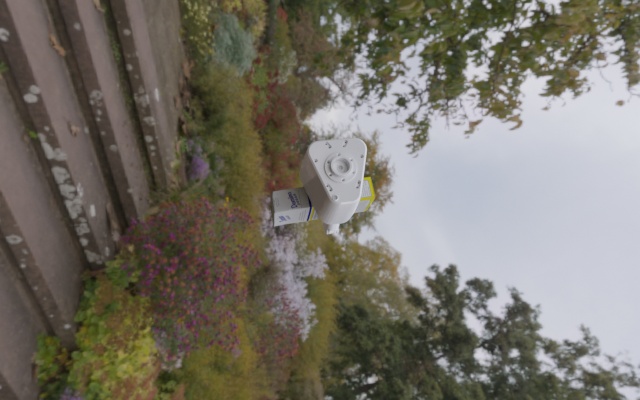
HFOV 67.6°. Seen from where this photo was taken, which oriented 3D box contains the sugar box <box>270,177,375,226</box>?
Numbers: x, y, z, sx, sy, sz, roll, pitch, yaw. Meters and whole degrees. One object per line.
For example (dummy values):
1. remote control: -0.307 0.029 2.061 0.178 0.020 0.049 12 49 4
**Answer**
1. sugar box: 0.000 0.002 0.848 0.176 0.048 0.093 -6 -17 -9
